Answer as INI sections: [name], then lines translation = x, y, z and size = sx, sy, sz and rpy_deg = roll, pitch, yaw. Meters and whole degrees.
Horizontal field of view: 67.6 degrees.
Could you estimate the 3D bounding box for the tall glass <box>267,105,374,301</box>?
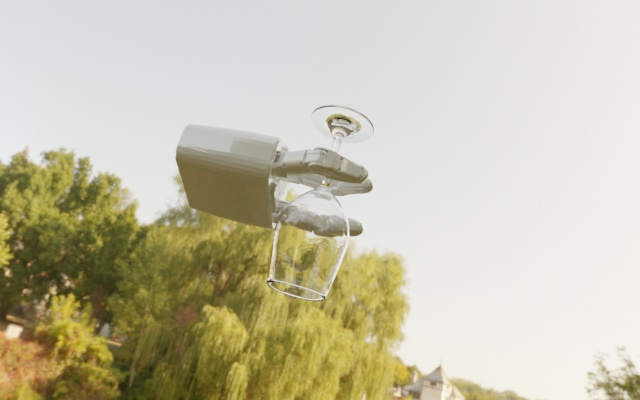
[tall glass]
translation = 0.000, 0.001, 0.511
size = 0.079, 0.201, 0.079
rpy_deg = 13, -22, 5
